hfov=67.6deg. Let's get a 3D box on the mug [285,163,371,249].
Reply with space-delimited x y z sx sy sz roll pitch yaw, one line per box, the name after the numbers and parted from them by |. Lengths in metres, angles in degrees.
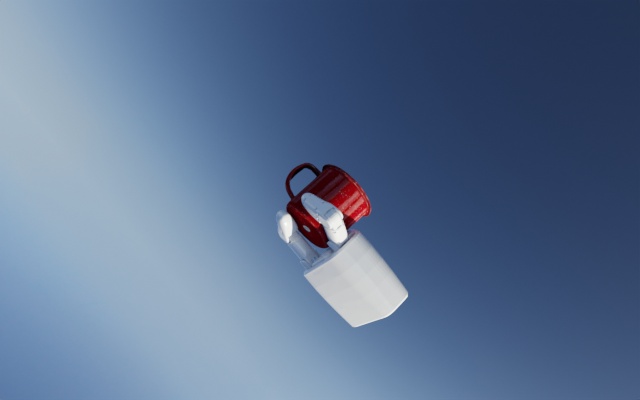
-0.001 0.001 0.652 0.081 0.117 0.093 -42 4 -19 | mug
